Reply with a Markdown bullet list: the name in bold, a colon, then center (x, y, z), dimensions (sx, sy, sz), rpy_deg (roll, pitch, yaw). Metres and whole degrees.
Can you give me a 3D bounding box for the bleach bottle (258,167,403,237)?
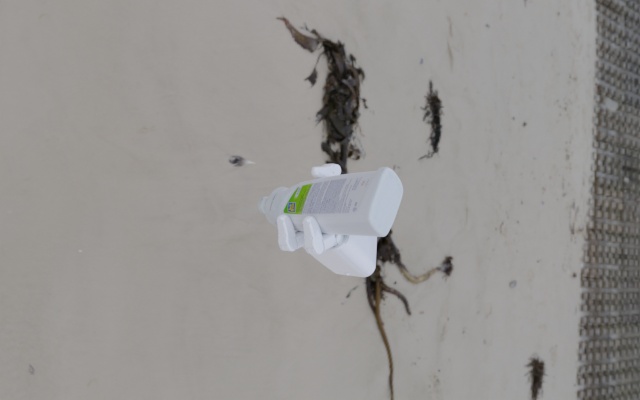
- **bleach bottle**: center (0.000, 0.003, 0.764), dimensions (0.251, 0.102, 0.068), rpy_deg (1, -33, 40)
